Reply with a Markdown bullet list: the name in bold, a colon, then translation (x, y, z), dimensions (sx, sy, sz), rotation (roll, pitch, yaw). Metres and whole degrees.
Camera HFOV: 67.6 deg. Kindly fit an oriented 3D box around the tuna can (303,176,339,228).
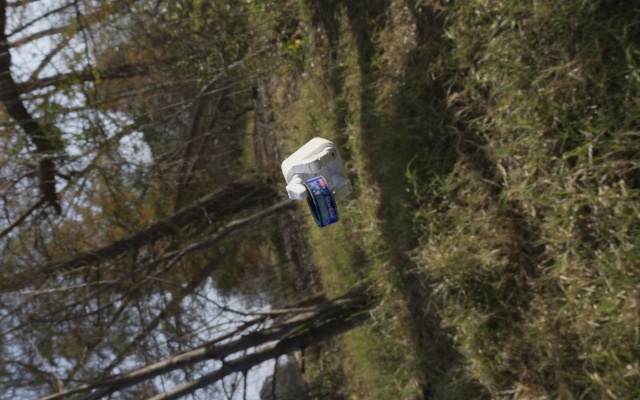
- **tuna can**: translation (0.000, 0.003, 0.823), dimensions (0.034, 0.086, 0.086), rotation (-20, 3, -10)
